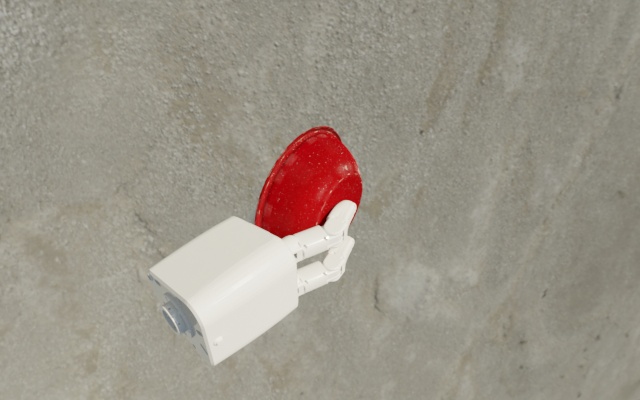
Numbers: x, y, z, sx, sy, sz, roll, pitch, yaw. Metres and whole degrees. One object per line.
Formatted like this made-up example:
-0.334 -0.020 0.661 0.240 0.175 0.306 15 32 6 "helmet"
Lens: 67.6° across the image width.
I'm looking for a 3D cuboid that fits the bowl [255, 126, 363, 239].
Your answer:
0.001 0.001 0.536 0.055 0.162 0.162 26 12 26 "bowl"
